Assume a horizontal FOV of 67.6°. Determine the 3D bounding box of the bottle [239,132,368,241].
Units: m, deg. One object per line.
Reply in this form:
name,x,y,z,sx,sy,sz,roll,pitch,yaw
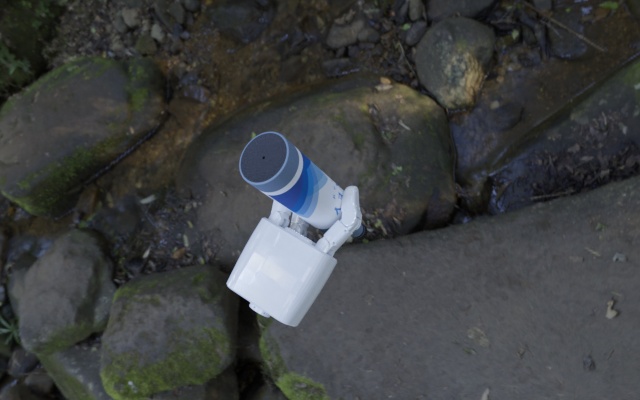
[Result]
bottle,0.000,0.002,0.661,0.069,0.069,0.296,0,-20,28
